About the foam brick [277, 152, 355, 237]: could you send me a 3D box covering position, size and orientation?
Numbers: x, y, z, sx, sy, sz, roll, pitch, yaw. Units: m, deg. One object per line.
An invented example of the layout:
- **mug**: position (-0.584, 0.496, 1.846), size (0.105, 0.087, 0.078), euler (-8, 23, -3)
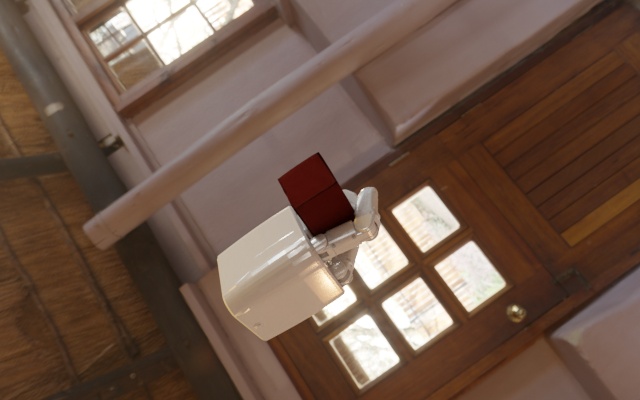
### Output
- **foam brick**: position (0.000, 0.001, 0.495), size (0.051, 0.053, 0.078), euler (-31, -44, 2)
